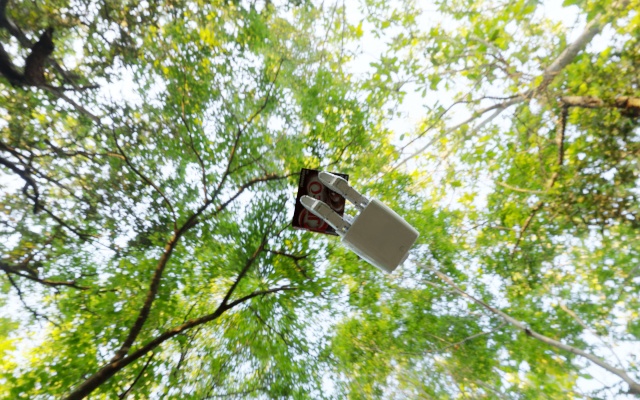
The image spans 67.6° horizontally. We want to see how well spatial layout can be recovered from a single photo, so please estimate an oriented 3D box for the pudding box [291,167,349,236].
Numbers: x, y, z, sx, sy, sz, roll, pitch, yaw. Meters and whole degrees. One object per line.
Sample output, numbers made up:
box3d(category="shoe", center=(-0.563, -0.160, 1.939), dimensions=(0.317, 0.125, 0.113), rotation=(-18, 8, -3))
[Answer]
box3d(category="pudding box", center=(0.000, 0.003, 0.869), dimensions=(0.090, 0.113, 0.039), rotation=(8, -15, 1))
